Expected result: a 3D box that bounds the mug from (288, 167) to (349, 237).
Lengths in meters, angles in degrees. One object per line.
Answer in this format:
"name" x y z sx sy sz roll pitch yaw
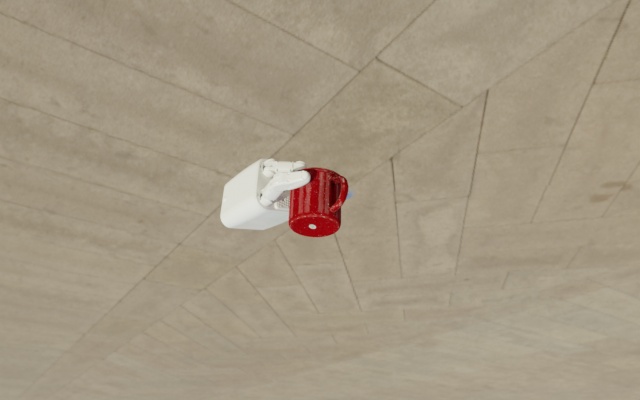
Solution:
"mug" 0.001 0.002 0.744 0.093 0.081 0.117 26 -37 -37
